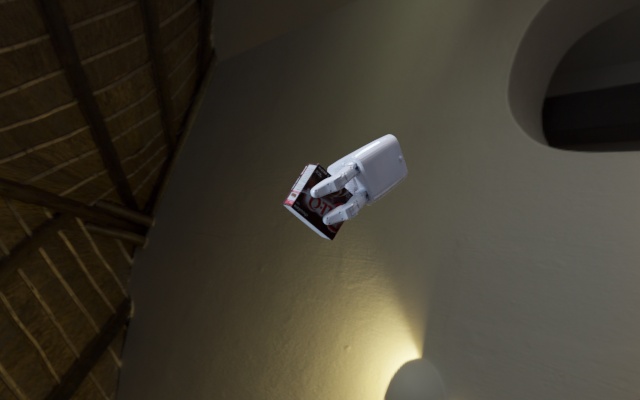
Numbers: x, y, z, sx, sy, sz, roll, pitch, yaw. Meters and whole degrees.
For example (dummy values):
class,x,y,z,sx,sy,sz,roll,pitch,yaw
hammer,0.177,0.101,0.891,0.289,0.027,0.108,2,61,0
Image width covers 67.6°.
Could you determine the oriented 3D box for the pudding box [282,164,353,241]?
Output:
class,x,y,z,sx,sy,sz,roll,pitch,yaw
pudding box,0.000,0.003,0.830,0.113,0.090,0.039,40,-16,-30
